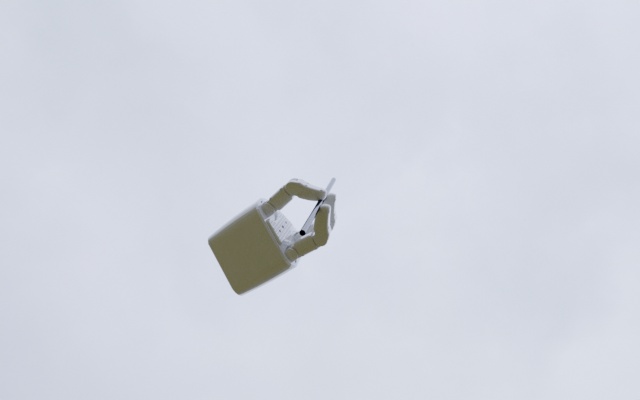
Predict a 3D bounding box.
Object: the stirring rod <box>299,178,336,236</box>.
[{"bbox_3d":[0.000,0.002,0.684,0.011,0.011,0.239,0,18,11],"label":"stirring rod"}]
